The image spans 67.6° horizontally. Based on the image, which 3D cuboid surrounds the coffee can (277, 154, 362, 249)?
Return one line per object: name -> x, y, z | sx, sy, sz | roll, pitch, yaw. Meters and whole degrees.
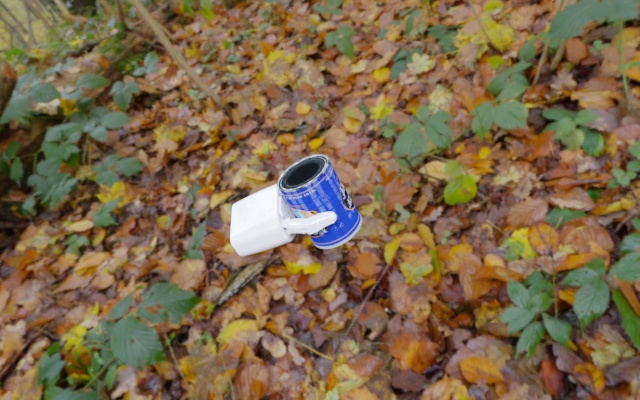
coffee can -> 0.000, 0.003, 0.860 | 0.103, 0.140, 0.102 | -23, 30, 14
